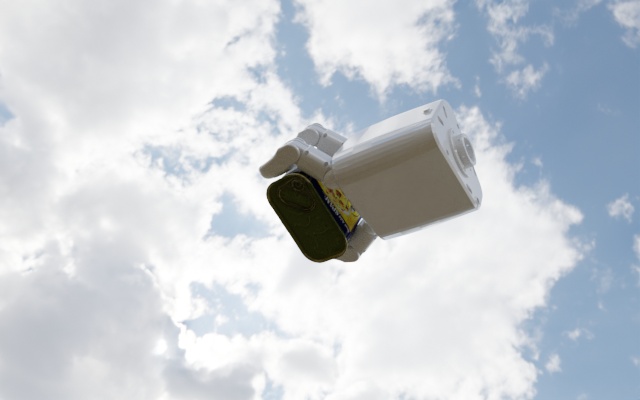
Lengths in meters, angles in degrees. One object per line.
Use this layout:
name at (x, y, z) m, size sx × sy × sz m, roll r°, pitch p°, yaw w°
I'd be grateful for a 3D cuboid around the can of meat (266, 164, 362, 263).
can of meat at (0.000, 0.002, 0.521) m, size 0.057 × 0.102 × 0.084 m, roll -24°, pitch 15°, yaw 33°
